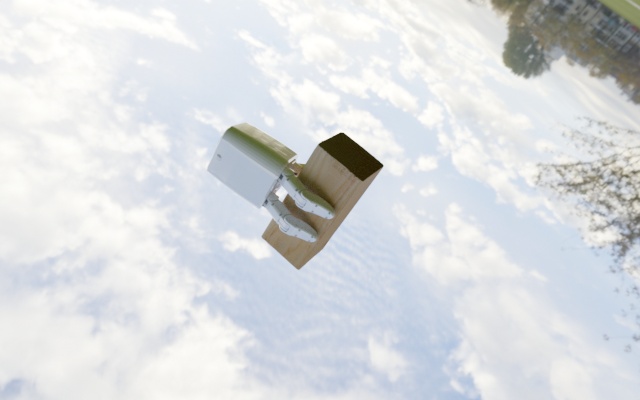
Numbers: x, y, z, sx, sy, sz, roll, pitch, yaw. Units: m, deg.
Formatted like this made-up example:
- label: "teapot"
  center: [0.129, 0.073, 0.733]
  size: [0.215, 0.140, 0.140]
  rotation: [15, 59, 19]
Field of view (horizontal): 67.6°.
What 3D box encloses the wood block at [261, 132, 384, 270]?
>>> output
- label: "wood block"
  center: [0.000, 0.002, 0.776]
  size: [0.090, 0.206, 0.090]
  rotation: [40, 34, 9]
